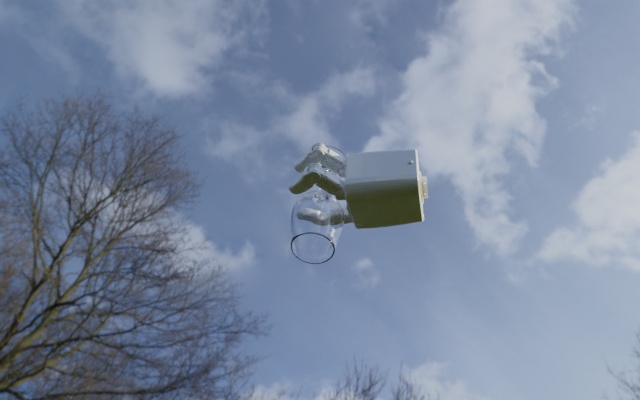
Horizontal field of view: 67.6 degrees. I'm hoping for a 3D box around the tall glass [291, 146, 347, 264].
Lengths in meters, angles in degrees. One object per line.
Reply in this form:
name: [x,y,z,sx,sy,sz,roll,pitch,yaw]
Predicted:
tall glass: [0.000,0.002,0.730,0.079,0.079,0.200,0,40,9]
